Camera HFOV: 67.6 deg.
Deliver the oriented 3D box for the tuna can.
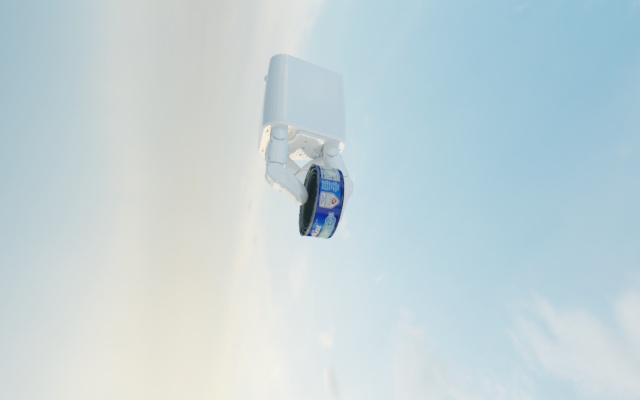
[{"bbox_3d":[0.001,0.002,0.561,0.034,0.086,0.086,9,-2,-13],"label":"tuna can"}]
